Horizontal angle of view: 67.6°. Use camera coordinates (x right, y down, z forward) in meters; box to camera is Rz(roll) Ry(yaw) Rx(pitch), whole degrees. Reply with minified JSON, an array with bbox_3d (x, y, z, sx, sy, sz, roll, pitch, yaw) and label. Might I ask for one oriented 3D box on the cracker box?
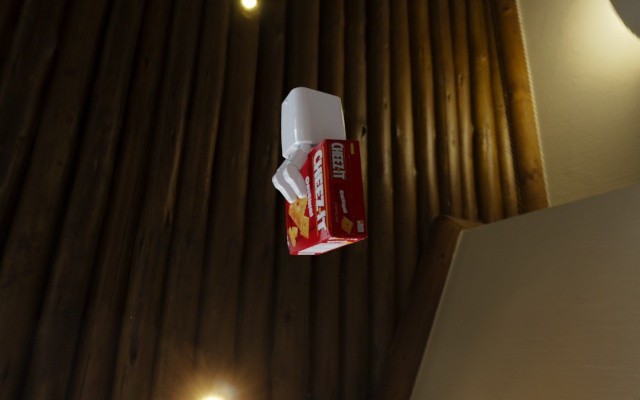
[{"bbox_3d":[0.000,0.003,0.847,0.072,0.164,0.214,1,-13,-21],"label":"cracker box"}]
